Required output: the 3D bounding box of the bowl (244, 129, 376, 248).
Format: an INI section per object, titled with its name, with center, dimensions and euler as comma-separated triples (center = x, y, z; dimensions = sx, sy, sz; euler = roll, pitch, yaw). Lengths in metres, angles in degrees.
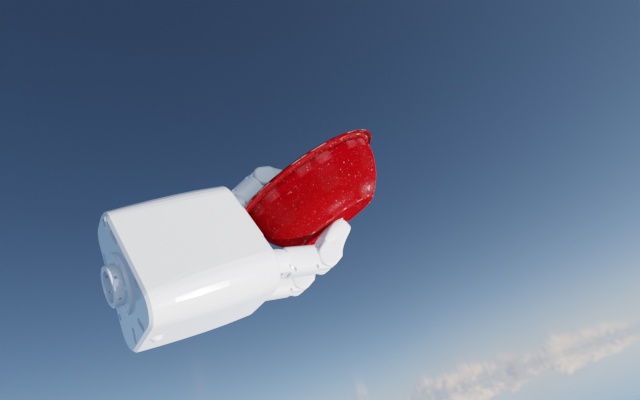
[bowl]
center = 0.001, 0.001, 0.477
dimensions = 0.162, 0.055, 0.162
euler = -35, -11, -8
